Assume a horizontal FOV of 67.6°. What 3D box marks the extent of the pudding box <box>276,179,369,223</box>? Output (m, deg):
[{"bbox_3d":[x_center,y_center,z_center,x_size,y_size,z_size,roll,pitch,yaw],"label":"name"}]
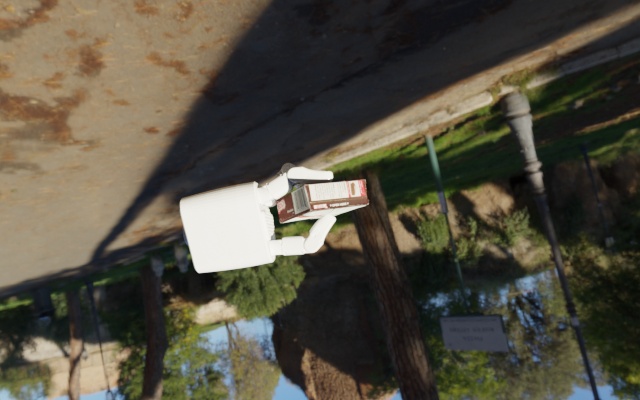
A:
[{"bbox_3d":[0.000,0.002,0.658,0.090,0.039,0.113,-7,-6,-26],"label":"pudding box"}]
